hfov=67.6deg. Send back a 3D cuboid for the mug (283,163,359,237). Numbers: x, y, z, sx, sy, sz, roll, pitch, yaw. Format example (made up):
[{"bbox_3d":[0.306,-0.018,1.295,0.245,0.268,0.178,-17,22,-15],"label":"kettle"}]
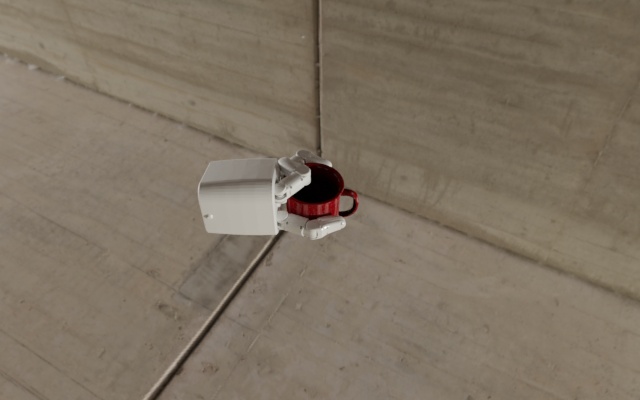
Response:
[{"bbox_3d":[0.002,0.003,0.735,0.117,0.093,0.082,1,-45,0],"label":"mug"}]
